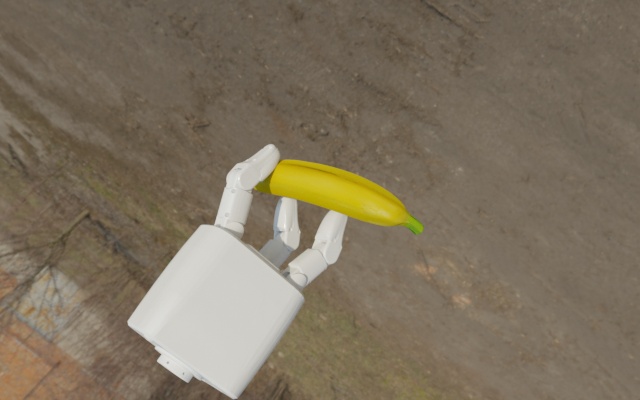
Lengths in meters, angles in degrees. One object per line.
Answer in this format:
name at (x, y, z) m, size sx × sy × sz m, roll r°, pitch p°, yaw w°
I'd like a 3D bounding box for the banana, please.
banana at (-0.001, -0.008, 0.459) m, size 0.198 × 0.037 × 0.070 m, roll 18°, pitch -27°, yaw 26°
